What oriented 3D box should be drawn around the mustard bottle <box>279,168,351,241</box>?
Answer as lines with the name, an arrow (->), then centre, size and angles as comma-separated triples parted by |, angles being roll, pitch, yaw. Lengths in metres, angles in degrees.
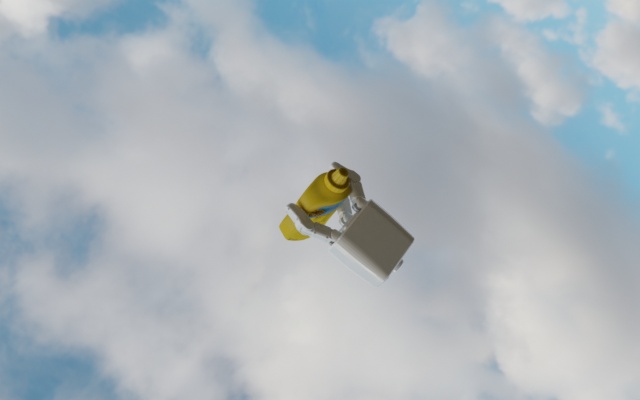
mustard bottle -> 0.000, 0.003, 0.837 | 0.096, 0.058, 0.192 | -19, -20, -34
